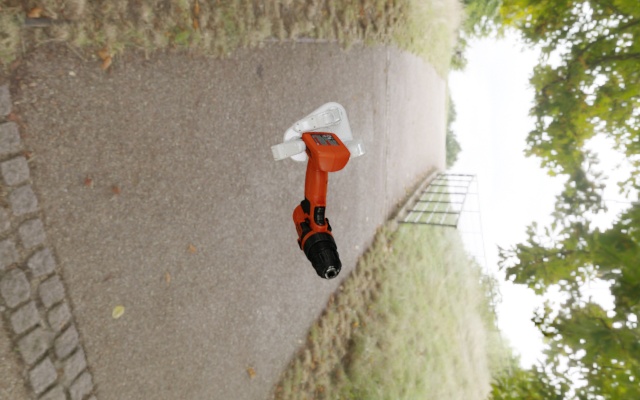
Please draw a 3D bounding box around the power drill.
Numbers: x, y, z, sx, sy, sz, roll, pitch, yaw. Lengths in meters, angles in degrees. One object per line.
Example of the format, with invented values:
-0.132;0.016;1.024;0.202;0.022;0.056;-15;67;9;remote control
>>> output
0.000;0.002;0.725;0.057;0.188;0.184;0;28;-18;power drill
